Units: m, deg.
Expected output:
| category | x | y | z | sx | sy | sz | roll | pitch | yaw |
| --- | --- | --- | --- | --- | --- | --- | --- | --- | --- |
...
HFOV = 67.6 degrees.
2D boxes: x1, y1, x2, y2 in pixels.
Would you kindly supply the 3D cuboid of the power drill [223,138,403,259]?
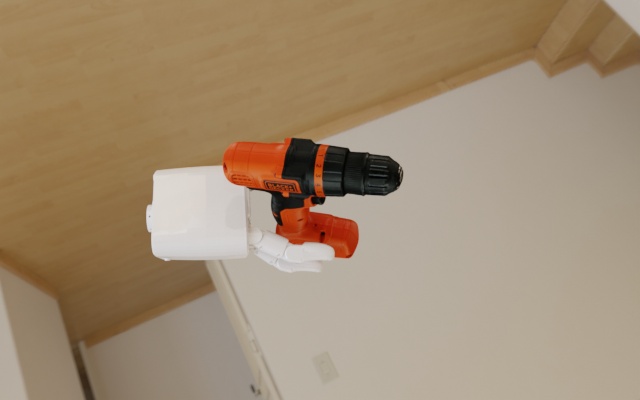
| category | x | y | z | sx | sy | sz | roll | pitch | yaw |
| --- | --- | --- | --- | --- | --- | --- | --- | --- | --- |
| power drill | 0.000 | 0.002 | 0.540 | 0.184 | 0.057 | 0.188 | 7 | -30 | 13 |
